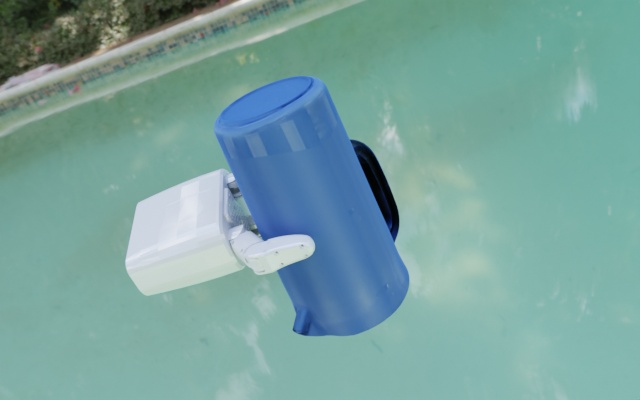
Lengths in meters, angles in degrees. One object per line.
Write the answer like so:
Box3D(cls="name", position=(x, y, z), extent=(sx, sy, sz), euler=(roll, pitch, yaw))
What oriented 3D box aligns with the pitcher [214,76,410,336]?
Box3D(cls="pitcher", position=(0.000, 0.002, 0.483), extent=(0.145, 0.243, 0.149), euler=(-19, 29, 7))
